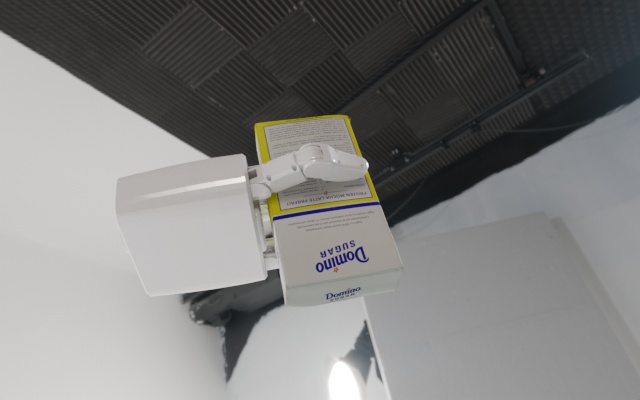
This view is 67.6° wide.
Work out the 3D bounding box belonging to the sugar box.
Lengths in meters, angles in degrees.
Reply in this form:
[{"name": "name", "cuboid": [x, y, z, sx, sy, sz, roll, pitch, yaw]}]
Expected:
[{"name": "sugar box", "cuboid": [0.000, 0.002, 0.416, 0.093, 0.176, 0.048, -8, -35, -9]}]
